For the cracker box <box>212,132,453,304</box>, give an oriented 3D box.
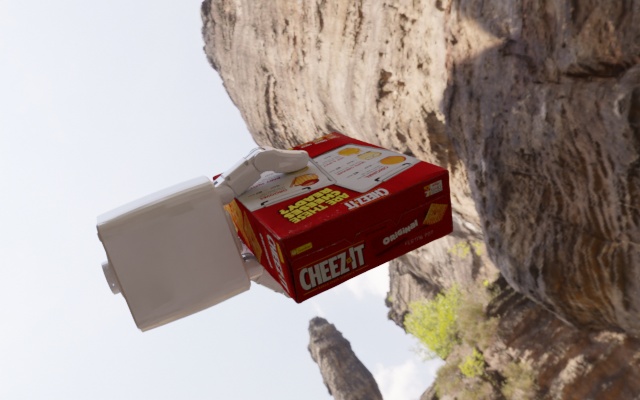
[{"bbox_3d":[0.000,0.001,0.484,0.164,0.072,0.213,-22,25,-19],"label":"cracker box"}]
